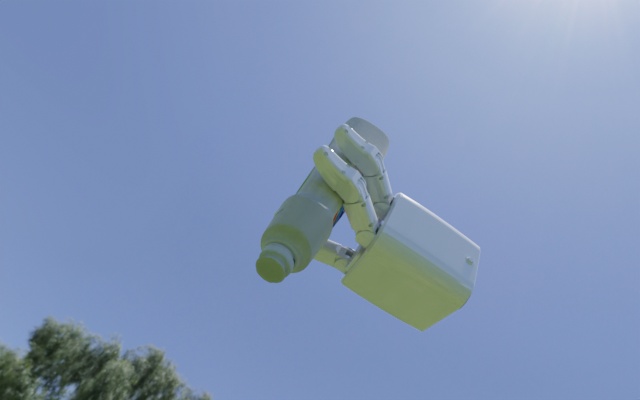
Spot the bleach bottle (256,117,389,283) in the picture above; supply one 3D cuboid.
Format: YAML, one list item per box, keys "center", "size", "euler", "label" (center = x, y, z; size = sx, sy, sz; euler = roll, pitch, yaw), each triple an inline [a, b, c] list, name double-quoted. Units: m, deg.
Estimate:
- center: [0.000, 0.002, 0.504]
  size: [0.068, 0.103, 0.250]
  euler: [33, 39, 3]
  label: "bleach bottle"
